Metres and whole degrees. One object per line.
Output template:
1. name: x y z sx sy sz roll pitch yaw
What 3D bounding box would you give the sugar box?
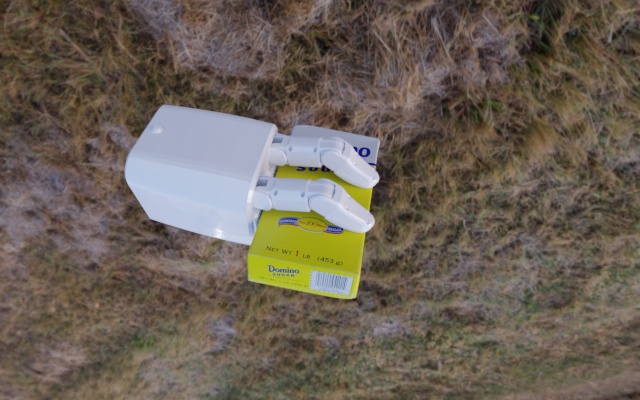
1. sugar box: 0.000 0.001 0.445 0.093 0.176 0.048 11 -41 2
